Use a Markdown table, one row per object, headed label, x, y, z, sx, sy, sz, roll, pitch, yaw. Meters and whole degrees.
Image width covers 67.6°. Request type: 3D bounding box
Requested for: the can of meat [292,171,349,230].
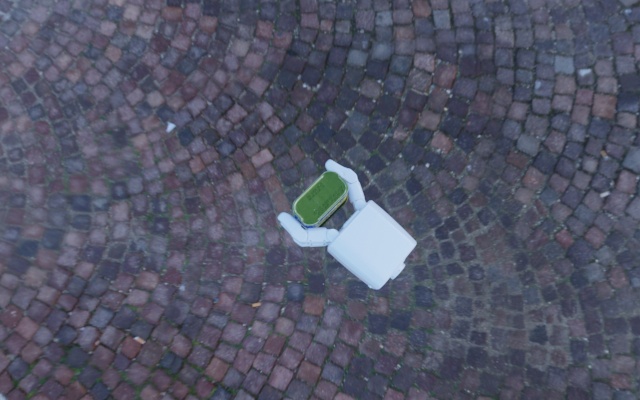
| label | x | y | z | sx | sy | sz | roll | pitch | yaw |
| --- | --- | --- | --- | --- | --- | --- | --- | --- | --- |
| can of meat | 0.000 | 0.002 | 0.794 | 0.057 | 0.102 | 0.084 | 44 | -7 | 7 |
